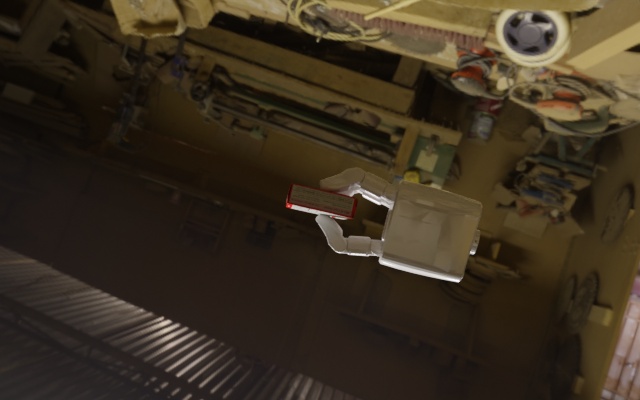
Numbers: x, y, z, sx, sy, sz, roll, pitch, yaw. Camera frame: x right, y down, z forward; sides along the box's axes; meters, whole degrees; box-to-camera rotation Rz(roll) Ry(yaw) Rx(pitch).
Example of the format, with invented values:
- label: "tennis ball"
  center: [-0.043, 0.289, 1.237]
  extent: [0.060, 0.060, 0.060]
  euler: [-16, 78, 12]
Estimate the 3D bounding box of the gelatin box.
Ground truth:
- label: "gelatin box"
  center: [0.000, 0.002, 0.633]
  extent: [0.089, 0.030, 0.073]
  euler: [12, -5, -4]
